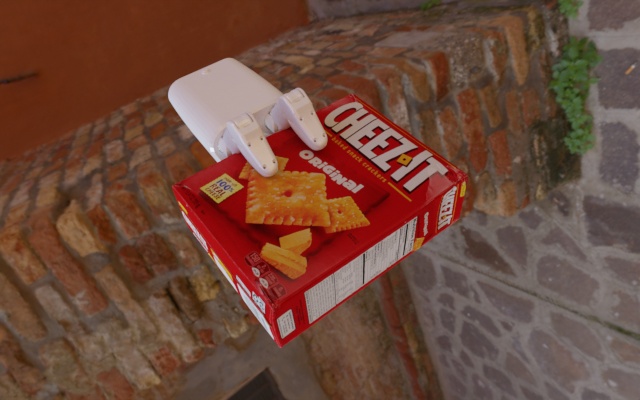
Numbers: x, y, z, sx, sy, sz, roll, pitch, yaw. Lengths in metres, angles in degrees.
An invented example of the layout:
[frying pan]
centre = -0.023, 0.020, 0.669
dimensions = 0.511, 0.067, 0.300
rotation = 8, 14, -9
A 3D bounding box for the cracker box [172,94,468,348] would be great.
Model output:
[cracker box]
centre = 0.000, 0.002, 0.443
dimensions = 0.213, 0.072, 0.164
rotation = -32, 55, -21
